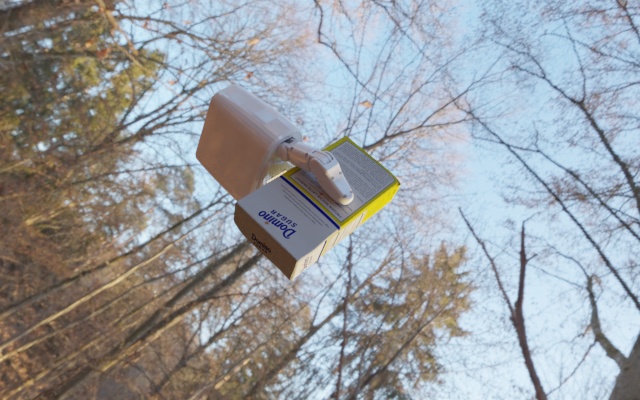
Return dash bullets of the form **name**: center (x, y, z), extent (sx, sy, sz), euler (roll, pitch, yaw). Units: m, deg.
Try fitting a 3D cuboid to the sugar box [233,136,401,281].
- **sugar box**: center (0.000, 0.002, 0.528), extent (0.176, 0.093, 0.048), euler (-35, -22, -34)
